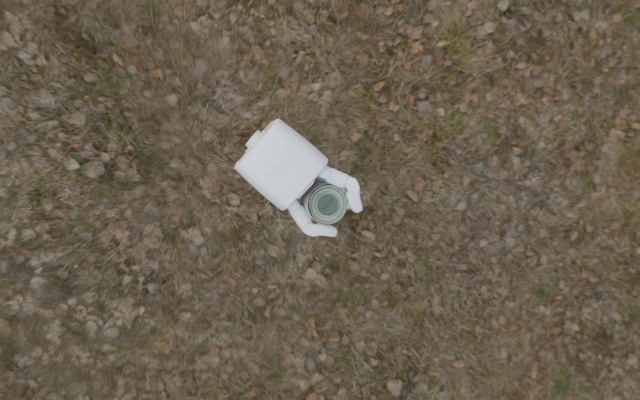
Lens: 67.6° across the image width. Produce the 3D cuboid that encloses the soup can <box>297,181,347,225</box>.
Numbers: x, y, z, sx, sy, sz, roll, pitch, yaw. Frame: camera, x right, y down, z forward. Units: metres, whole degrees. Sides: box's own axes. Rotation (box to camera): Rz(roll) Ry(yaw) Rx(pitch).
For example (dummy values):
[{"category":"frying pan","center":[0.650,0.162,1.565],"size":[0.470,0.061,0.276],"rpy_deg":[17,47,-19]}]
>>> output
[{"category":"soup can","center":[0.000,0.003,0.818],"size":[0.068,0.068,0.102],"rpy_deg":[0,4,-15]}]
